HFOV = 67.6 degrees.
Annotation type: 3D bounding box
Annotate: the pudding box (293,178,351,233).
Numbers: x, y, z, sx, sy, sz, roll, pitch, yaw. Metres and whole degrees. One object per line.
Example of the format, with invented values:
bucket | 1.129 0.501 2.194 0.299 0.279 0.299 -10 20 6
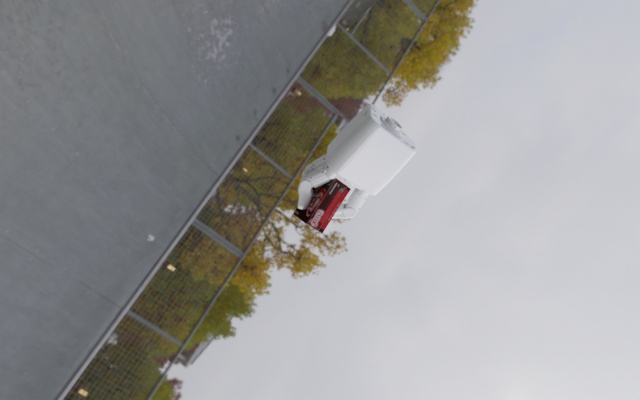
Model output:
pudding box | 0.000 0.003 0.826 0.039 0.090 0.113 34 -3 -14
